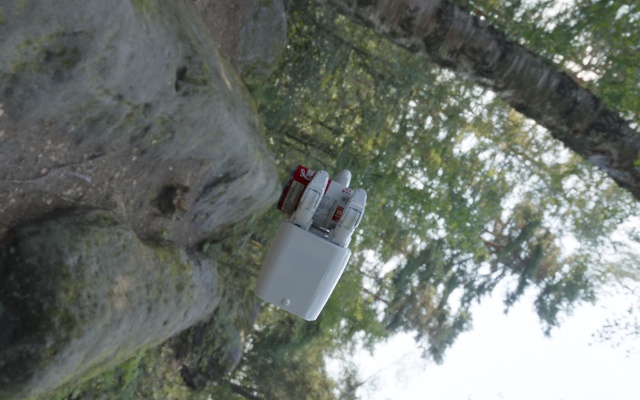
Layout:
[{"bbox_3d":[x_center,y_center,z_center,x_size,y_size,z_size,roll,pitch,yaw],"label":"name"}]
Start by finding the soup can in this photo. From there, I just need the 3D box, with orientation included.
[{"bbox_3d":[0.001,0.002,0.648,0.102,0.068,0.068,26,0,0],"label":"soup can"}]
